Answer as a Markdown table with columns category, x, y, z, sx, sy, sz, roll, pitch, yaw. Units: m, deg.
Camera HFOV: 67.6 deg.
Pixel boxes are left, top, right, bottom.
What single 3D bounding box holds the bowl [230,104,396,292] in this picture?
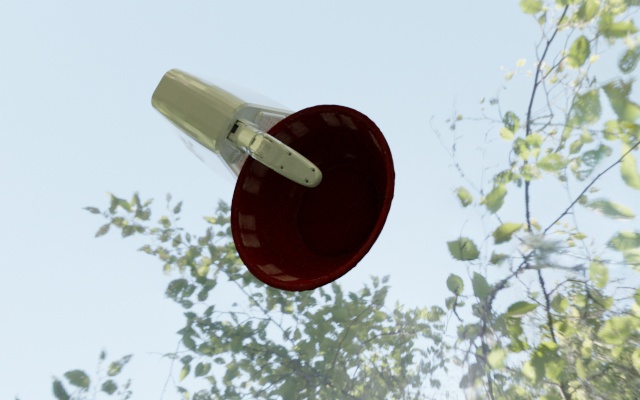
| category | x | y | z | sx | sy | sz | roll | pitch | yaw |
| --- | --- | --- | --- | --- | --- | --- | --- | --- | --- |
| bowl | 0.001 | 0.002 | 0.413 | 0.162 | 0.162 | 0.055 | 0 | -17 | 34 |
